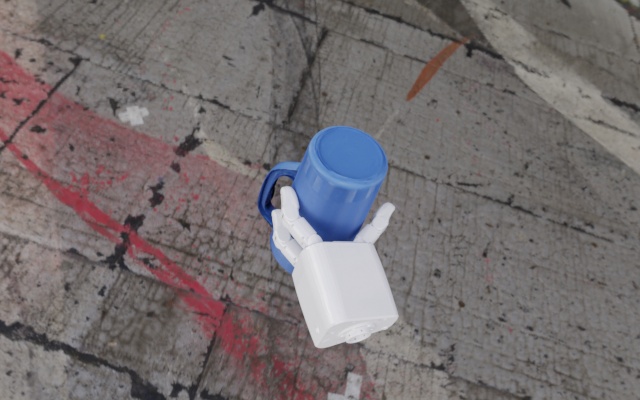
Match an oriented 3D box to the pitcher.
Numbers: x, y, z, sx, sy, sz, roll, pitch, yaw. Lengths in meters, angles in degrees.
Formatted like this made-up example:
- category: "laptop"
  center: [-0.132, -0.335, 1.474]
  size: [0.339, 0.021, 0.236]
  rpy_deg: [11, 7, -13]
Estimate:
- category: "pitcher"
  center: [0.000, 0.002, 0.706]
  size: [0.149, 0.145, 0.243]
  rpy_deg: [-4, -34, -20]
